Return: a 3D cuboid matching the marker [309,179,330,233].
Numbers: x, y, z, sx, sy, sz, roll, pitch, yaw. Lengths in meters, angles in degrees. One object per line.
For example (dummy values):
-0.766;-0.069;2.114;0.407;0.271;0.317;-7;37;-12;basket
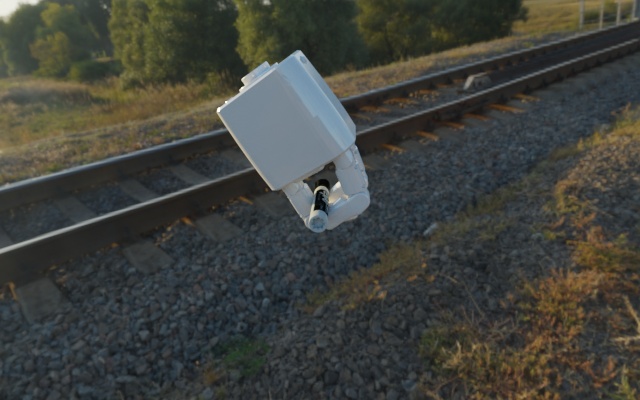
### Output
0.000;0.002;0.526;0.020;0.020;0.121;0;21;3;marker
